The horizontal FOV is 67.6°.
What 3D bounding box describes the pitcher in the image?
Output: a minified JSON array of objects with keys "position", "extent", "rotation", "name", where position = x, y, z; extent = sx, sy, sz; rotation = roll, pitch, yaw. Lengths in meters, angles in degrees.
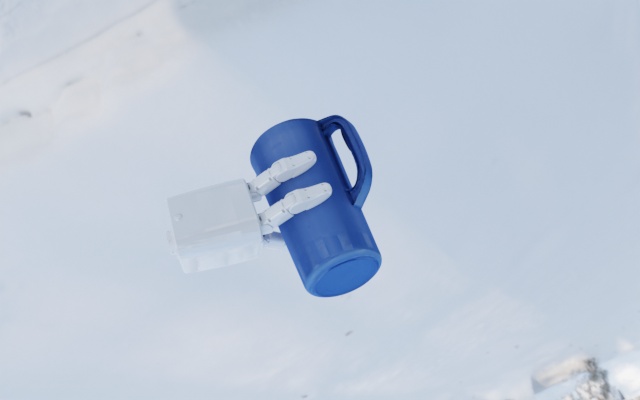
[{"position":[0.000,0.002,0.672],"extent":[0.145,0.242,0.149],"rotation":[-13,-36,-16],"name":"pitcher"}]
